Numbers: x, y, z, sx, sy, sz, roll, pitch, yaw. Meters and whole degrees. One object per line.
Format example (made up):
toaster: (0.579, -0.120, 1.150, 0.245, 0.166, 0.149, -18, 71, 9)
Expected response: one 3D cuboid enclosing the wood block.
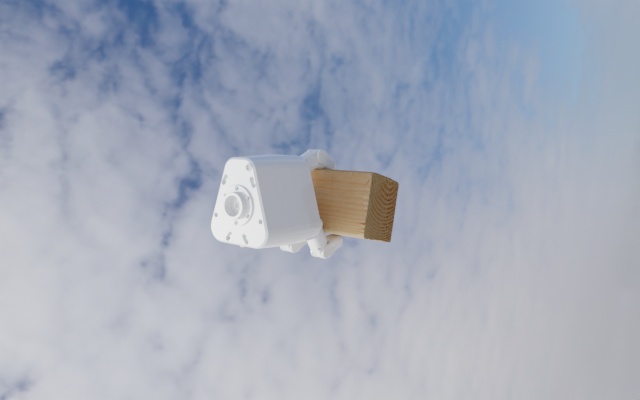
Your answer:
wood block: (0.000, 0.002, 0.712, 0.206, 0.091, 0.090, 7, -4, 33)
